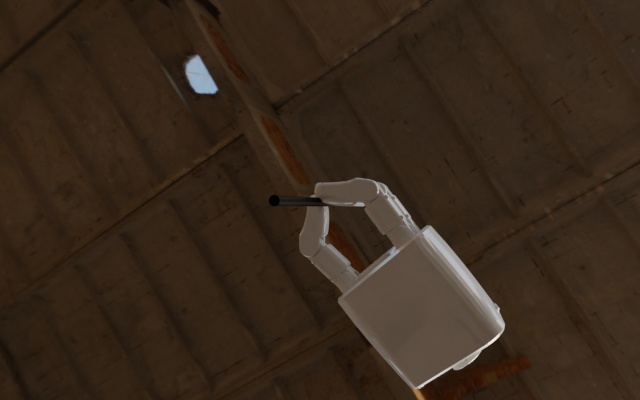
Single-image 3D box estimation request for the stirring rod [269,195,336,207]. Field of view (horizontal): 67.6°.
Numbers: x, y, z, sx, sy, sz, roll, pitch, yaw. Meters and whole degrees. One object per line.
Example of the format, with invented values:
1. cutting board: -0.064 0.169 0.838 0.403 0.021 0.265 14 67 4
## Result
1. stirring rod: 0.000 0.002 0.441 0.011 0.011 0.239 0 -1 15
